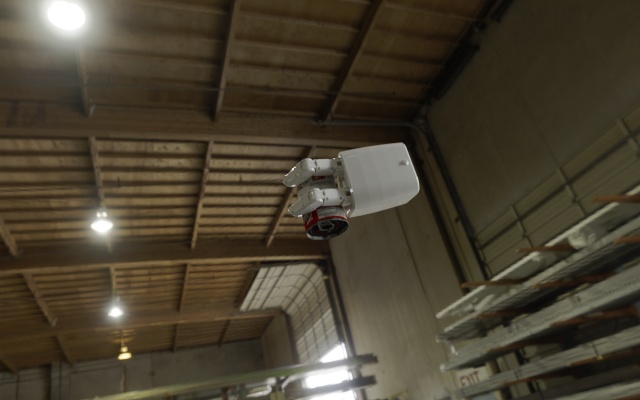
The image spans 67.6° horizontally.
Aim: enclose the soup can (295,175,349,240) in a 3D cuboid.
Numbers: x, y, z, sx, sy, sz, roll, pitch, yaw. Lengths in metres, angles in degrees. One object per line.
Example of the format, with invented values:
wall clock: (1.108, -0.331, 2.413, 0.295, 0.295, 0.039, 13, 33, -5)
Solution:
soup can: (0.000, 0.002, 0.760, 0.068, 0.102, 0.068, -11, -28, -6)
